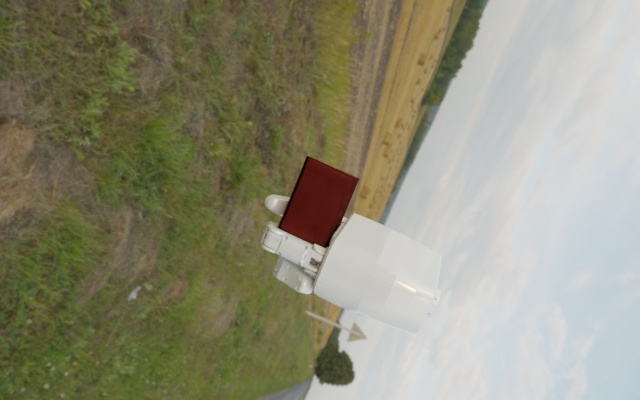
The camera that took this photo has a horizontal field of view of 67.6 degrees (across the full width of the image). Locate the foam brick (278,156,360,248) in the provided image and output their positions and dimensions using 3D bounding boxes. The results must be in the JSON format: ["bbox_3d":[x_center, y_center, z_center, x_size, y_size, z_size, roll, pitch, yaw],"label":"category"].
[{"bbox_3d":[0.000,0.001,0.486,0.051,0.078,0.053,23,6,11],"label":"foam brick"}]
